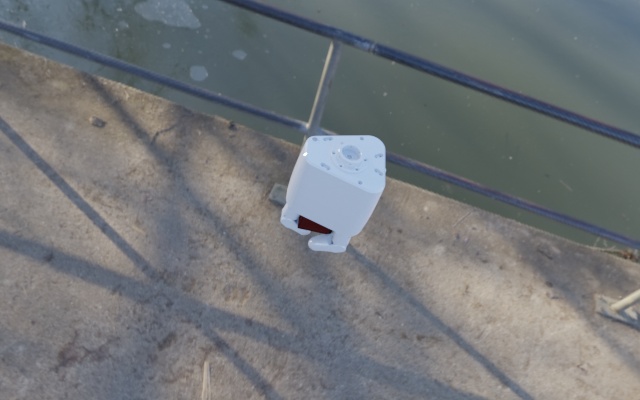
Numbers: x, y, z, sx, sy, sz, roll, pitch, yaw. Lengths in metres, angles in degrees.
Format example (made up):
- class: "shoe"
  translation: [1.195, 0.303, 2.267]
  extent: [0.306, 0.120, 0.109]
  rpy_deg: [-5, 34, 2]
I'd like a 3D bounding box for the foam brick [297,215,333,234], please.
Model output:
- class: "foam brick"
  translation: [0.000, 0.002, 0.705]
  extent: [0.053, 0.078, 0.051]
  rpy_deg: [12, -35, -10]
